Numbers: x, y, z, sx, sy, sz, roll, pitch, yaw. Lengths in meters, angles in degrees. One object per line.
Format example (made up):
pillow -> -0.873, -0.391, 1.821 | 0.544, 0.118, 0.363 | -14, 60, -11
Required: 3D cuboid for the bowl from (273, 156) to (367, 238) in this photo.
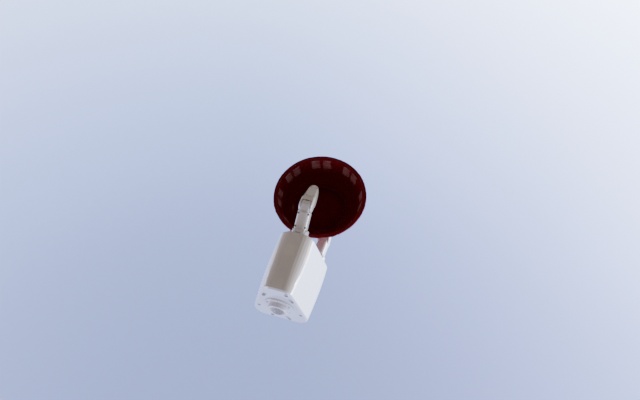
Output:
bowl -> 0.001, 0.002, 0.847 | 0.162, 0.162, 0.055 | 0, -27, 4
